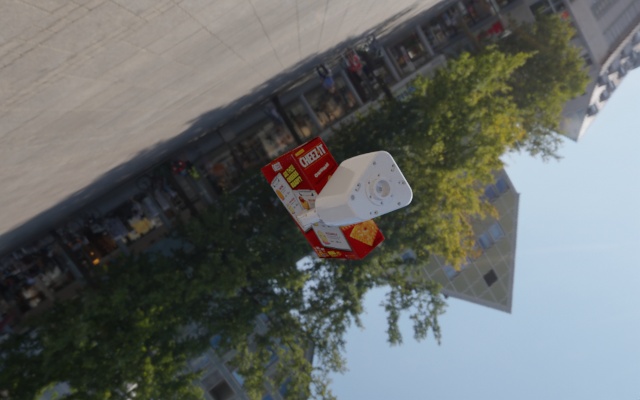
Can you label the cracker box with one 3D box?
[{"bbox_3d":[0.000,0.003,0.866,0.072,0.214,0.164,-37,11,-24],"label":"cracker box"}]
